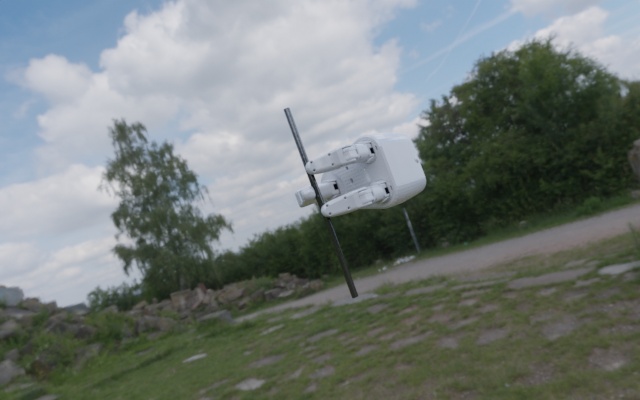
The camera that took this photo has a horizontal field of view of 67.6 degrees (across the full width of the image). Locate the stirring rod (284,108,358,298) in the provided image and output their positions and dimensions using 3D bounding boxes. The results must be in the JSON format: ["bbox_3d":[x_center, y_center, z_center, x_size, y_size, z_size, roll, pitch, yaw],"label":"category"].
[{"bbox_3d":[0.000,0.002,0.572,0.011,0.239,0.011,-20,-3,-1],"label":"stirring rod"}]
